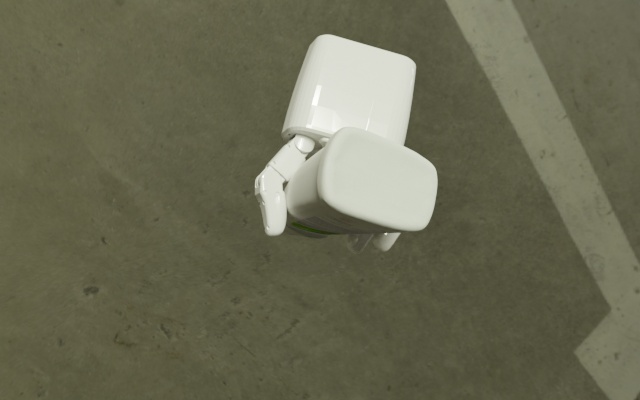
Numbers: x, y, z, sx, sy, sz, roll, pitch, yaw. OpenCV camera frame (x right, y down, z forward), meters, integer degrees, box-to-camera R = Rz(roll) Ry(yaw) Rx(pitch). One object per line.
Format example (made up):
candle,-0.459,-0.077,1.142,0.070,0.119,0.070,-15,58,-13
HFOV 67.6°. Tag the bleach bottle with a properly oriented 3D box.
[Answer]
bleach bottle,0.000,0.002,0.469,0.102,0.068,0.251,19,-15,-20
